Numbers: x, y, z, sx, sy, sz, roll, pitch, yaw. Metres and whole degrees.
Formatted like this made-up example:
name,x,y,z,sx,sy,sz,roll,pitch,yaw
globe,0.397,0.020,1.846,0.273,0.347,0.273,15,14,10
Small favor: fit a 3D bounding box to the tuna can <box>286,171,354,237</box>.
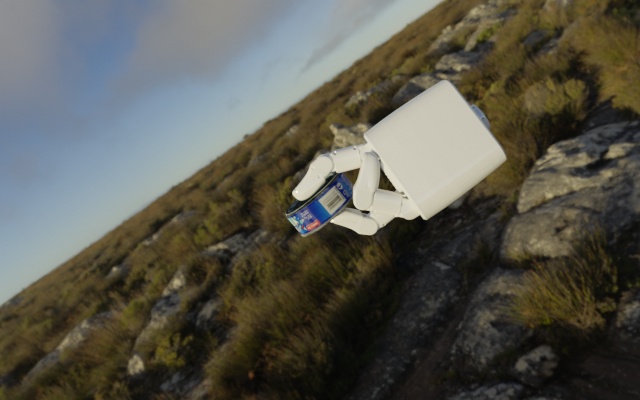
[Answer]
name,x,y,z,sx,sy,sz,roll,pitch,yaw
tuna can,0.000,0.001,0.564,0.086,0.034,0.086,-39,10,8
